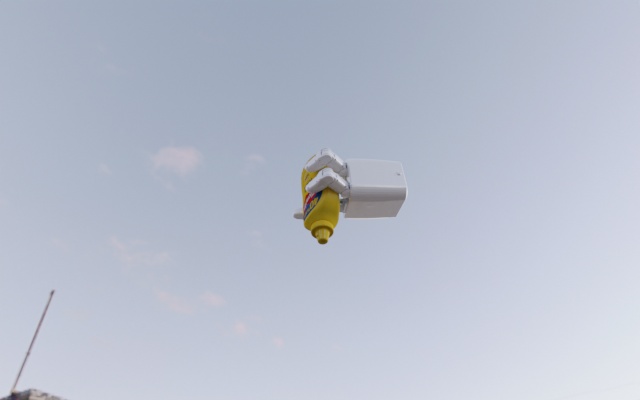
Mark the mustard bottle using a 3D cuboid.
[{"bbox_3d":[0.000,0.003,0.892,0.058,0.191,0.096,19,-48,-23],"label":"mustard bottle"}]
